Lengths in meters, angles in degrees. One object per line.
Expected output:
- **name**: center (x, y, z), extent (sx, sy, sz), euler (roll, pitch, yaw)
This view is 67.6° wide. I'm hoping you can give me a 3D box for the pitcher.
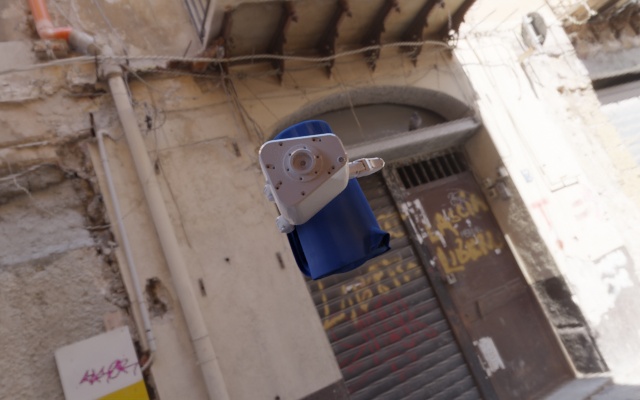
- **pitcher**: center (0.000, 0.002, 0.779), extent (0.149, 0.242, 0.145), euler (-22, -12, -4)
